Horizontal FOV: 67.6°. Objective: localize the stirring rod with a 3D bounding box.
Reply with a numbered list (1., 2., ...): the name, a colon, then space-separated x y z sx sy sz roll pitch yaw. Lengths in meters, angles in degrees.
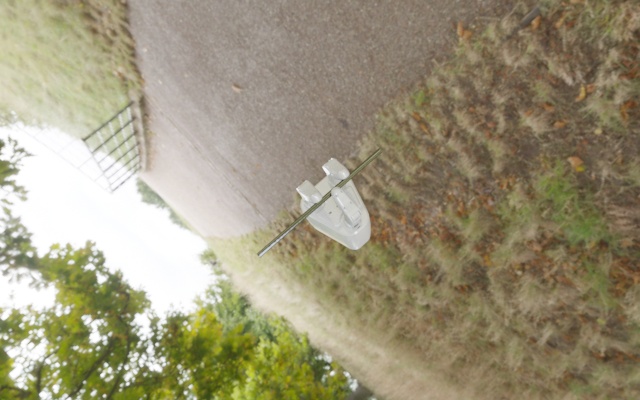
1. stirring rod: 0.000 0.002 0.707 0.239 0.011 0.011 -41 6 -7
